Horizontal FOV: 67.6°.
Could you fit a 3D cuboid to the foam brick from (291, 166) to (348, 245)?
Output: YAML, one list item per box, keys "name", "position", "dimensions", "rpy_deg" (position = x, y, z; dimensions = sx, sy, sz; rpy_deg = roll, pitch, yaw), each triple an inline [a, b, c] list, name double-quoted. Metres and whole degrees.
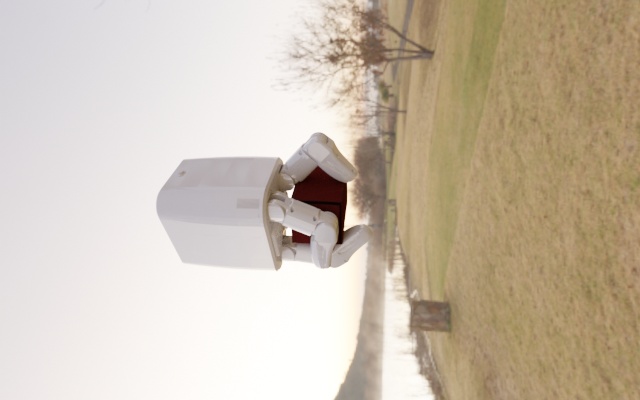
- name: "foam brick"
  position: [0.000, 0.002, 0.495]
  dimensions: [0.051, 0.053, 0.078]
  rpy_deg: [2, 33, 7]
